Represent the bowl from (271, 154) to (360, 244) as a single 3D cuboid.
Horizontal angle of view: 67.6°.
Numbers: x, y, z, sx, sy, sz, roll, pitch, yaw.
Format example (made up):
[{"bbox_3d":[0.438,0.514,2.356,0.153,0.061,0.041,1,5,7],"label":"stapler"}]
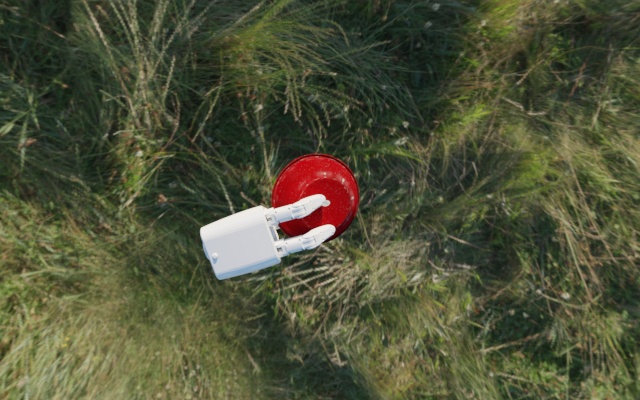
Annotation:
[{"bbox_3d":[0.001,0.002,0.814,0.162,0.162,0.055,0,9,-17],"label":"bowl"}]
